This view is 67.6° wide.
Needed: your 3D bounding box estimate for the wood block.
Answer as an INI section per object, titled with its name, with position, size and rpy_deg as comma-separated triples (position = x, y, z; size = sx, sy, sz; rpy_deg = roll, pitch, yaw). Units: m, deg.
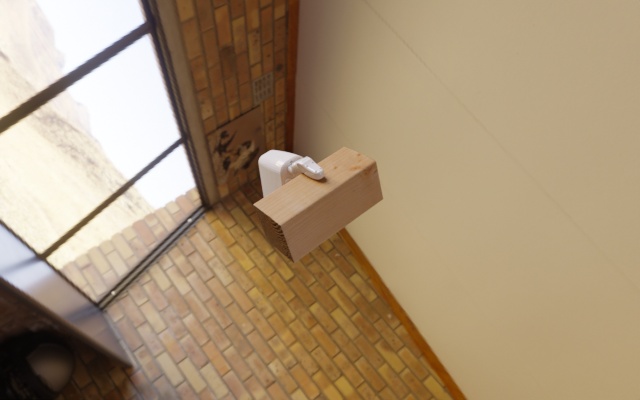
[wood block]
position = 0.000, 0.002, 0.837
size = 0.206, 0.091, 0.090
rpy_deg = -34, 41, -21
